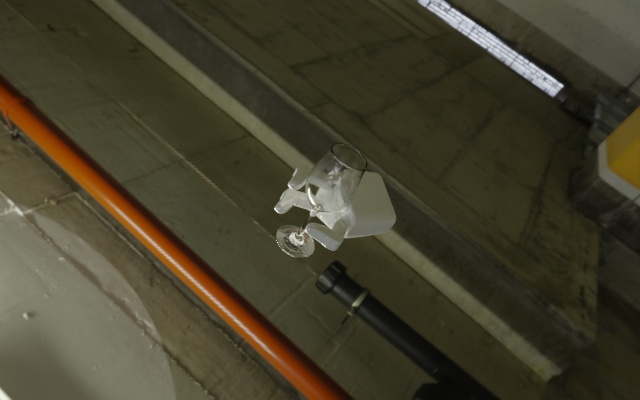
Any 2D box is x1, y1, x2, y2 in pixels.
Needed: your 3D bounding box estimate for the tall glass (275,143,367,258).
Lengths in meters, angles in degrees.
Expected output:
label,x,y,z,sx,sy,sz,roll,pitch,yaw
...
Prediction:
label,x,y,z,sx,sy,sz,roll,pitch,yaw
tall glass,0.000,0.003,0.771,0.079,0.079,0.201,0,-43,-37
